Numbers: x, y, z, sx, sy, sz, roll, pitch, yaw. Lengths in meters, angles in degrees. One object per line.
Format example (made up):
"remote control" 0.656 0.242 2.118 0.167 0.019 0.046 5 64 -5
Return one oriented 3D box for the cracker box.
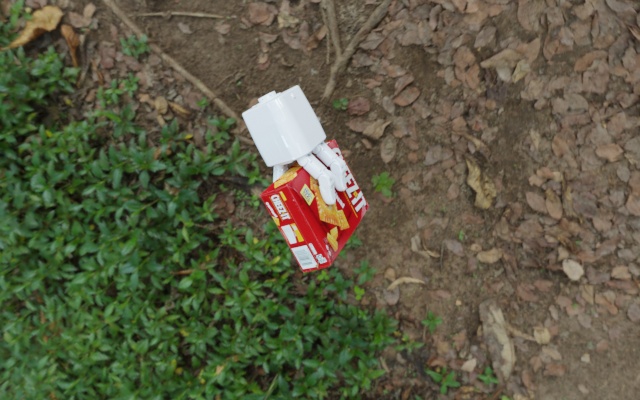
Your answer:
"cracker box" 0.000 0.003 0.884 0.072 0.164 0.213 -17 19 33
